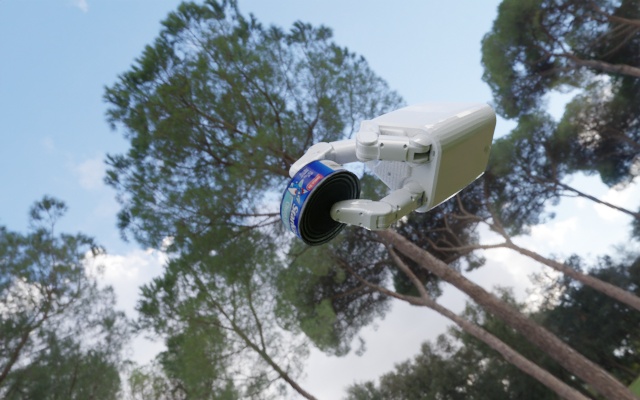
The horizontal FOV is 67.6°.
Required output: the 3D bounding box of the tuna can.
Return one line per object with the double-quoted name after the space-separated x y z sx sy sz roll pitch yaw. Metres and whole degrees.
0.000 0.001 0.487 0.033 0.086 0.086 34 21 34 "tuna can"
